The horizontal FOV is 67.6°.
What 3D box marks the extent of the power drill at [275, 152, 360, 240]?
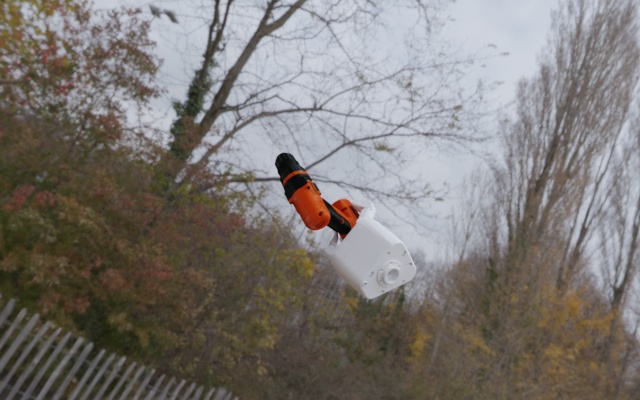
[{"bbox_3d":[0.001,0.003,0.898,0.057,0.184,0.188,-41,-40,16],"label":"power drill"}]
